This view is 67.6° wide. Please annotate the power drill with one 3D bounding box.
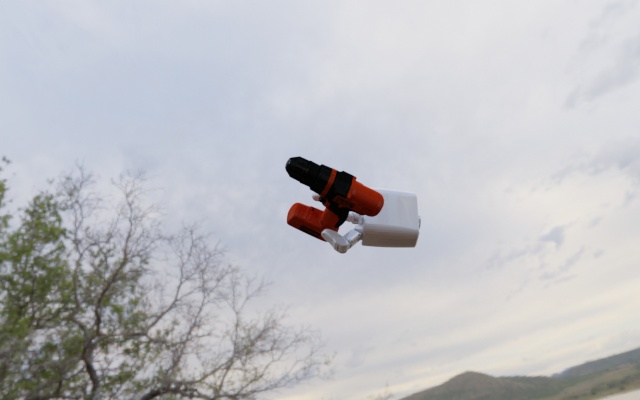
[{"bbox_3d":[0.000,0.003,0.879,0.184,0.057,0.188,26,-30,-9],"label":"power drill"}]
